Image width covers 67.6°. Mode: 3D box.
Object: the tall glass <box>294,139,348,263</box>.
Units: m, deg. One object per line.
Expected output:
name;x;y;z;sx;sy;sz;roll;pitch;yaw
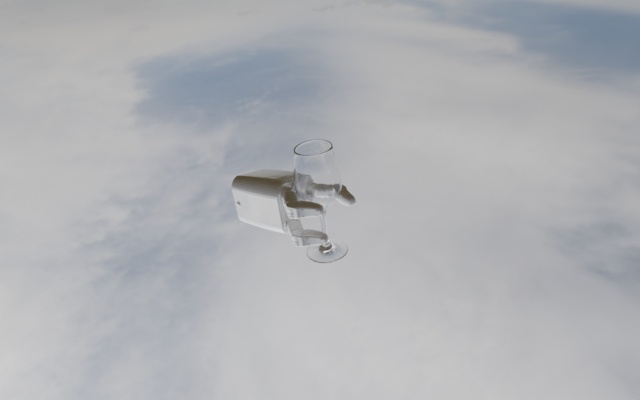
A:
tall glass;0.000;0.003;0.795;0.079;0.201;0.079;-6;30;3
